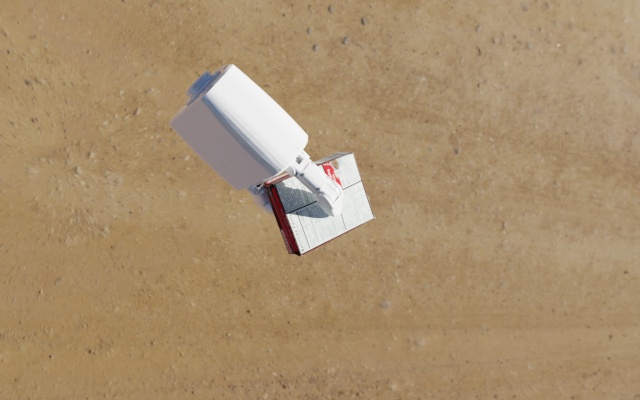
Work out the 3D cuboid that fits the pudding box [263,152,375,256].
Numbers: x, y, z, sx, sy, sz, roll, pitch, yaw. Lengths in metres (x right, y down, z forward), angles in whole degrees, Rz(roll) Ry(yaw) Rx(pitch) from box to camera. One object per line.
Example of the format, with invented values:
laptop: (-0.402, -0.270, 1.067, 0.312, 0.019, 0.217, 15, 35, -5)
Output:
pudding box: (0.000, 0.002, 0.559, 0.113, 0.090, 0.039, -24, 12, -24)
